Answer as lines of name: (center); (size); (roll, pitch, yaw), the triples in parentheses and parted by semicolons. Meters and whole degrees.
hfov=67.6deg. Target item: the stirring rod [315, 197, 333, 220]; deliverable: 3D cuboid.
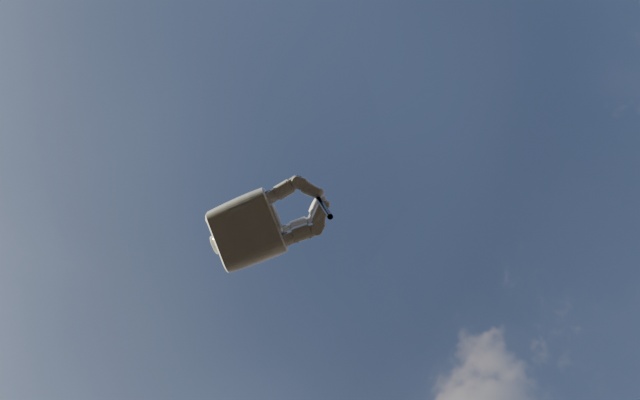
stirring rod: (0.000, 0.003, 0.766); (0.011, 0.011, 0.239); (0, 9, -6)
